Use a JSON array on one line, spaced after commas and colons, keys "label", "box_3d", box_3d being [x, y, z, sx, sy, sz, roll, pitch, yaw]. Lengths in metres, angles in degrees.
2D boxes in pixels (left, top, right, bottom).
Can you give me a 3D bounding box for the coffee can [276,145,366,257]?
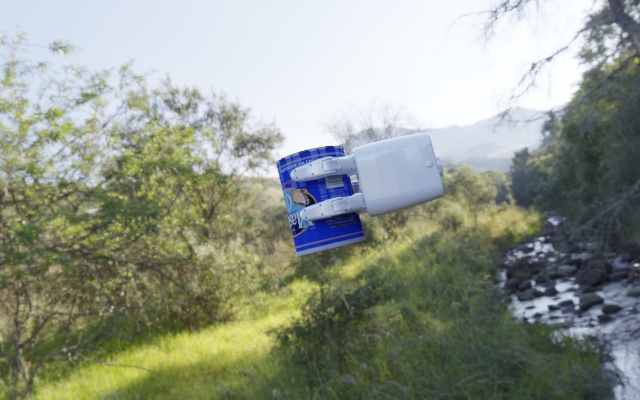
[{"label": "coffee can", "box_3d": [0.000, 0.002, 0.692, 0.103, 0.140, 0.103, -13, -6, -1]}]
